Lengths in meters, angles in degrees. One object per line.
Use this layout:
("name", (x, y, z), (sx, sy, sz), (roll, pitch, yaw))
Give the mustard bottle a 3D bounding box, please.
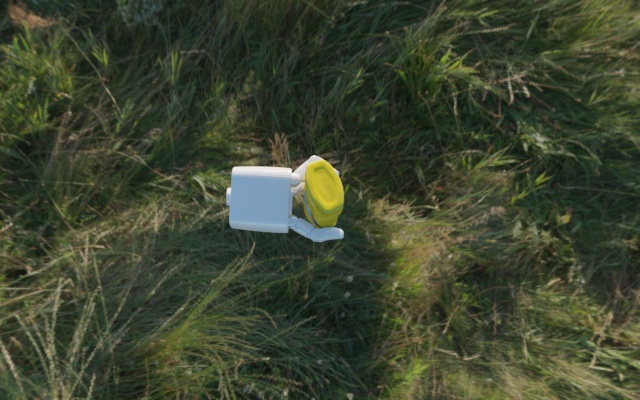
("mustard bottle", (0.000, 0.003, 0.871), (0.058, 0.096, 0.192), (-20, -14, -10))
